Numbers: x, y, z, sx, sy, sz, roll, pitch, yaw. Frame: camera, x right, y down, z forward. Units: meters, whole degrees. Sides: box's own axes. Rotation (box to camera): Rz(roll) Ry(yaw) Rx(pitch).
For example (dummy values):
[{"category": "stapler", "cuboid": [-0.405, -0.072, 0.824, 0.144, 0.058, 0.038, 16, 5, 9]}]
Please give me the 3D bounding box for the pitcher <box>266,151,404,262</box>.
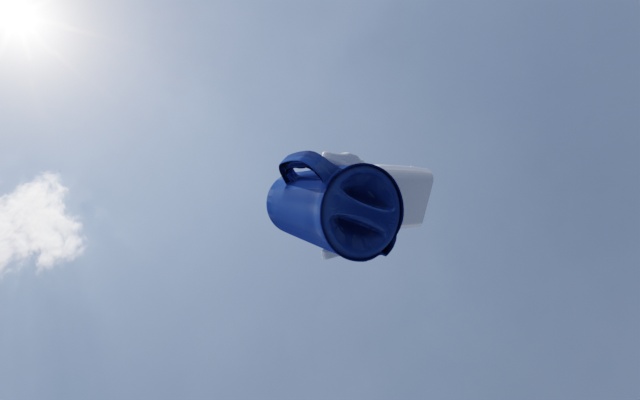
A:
[{"category": "pitcher", "cuboid": [0.000, 0.002, 0.737, 0.145, 0.149, 0.243, -1, 4, -28]}]
